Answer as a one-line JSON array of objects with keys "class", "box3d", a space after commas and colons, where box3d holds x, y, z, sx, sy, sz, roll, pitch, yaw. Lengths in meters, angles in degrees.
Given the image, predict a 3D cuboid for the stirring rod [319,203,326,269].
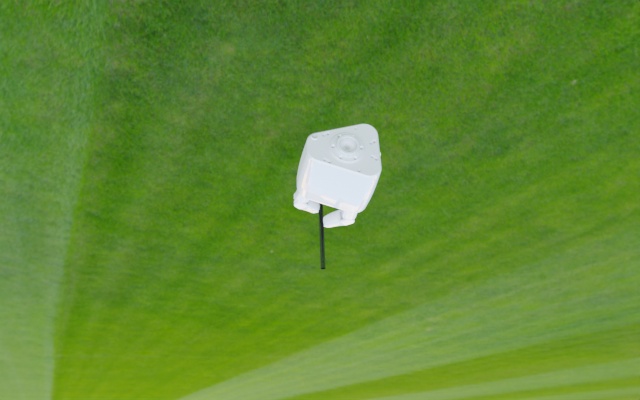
[{"class": "stirring rod", "box3d": [0.000, 0.003, 0.823, 0.011, 0.239, 0.011, -2, -27, -1]}]
